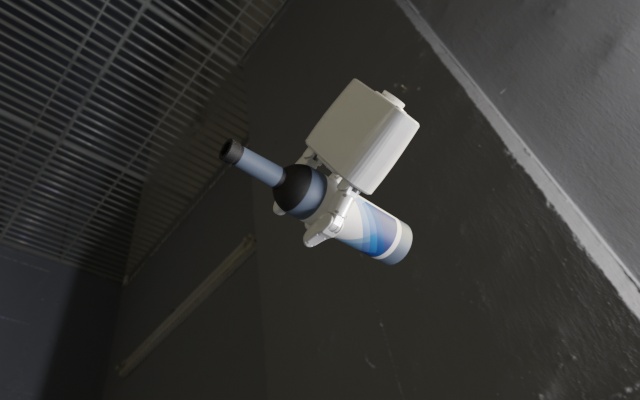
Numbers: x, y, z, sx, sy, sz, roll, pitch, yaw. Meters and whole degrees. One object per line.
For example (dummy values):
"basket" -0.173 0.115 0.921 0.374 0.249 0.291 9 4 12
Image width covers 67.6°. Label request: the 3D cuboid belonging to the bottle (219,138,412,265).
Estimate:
"bottle" 0.000 0.002 0.622 0.296 0.069 0.069 29 -17 -32
